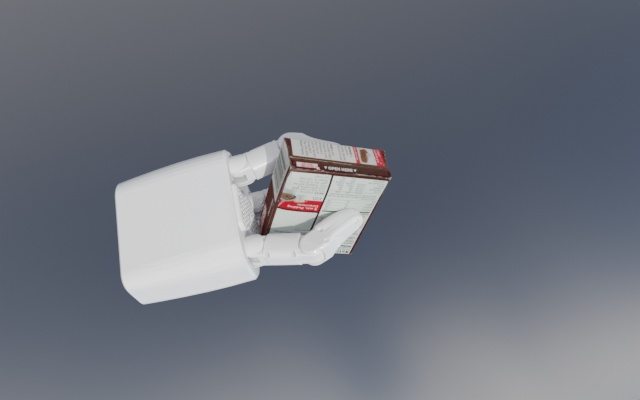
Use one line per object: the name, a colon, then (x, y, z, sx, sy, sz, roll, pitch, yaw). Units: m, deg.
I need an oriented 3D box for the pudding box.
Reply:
pudding box: (0.000, 0.002, 0.423, 0.090, 0.039, 0.114, 5, -41, -17)
